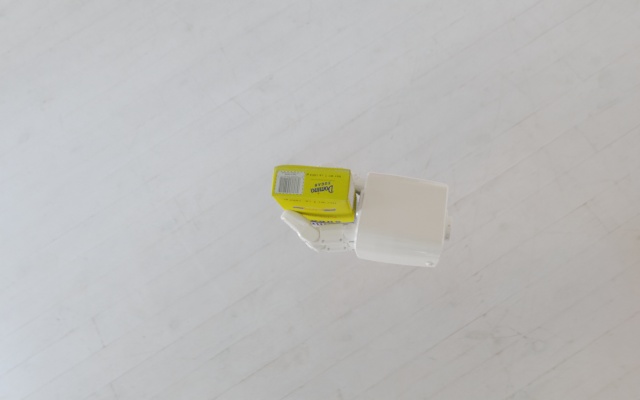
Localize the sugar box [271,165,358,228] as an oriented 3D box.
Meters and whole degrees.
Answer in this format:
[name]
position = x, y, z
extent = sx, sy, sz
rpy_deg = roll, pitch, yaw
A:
[sugar box]
position = 0.000, 0.003, 0.634
extent = 0.093, 0.048, 0.176
rpy_deg = 4, -17, 10
